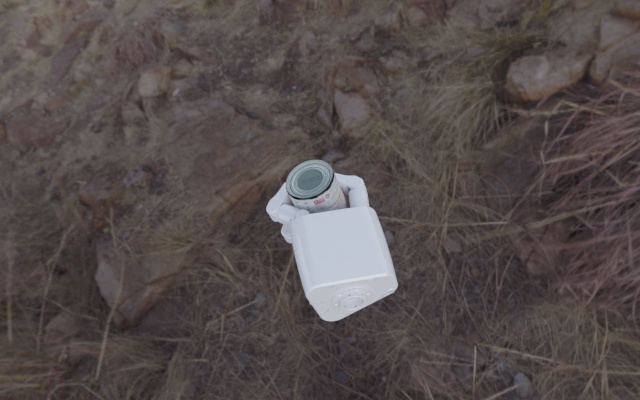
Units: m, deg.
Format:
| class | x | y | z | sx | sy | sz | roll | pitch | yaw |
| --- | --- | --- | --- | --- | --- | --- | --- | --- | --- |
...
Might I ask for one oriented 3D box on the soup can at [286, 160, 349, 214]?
| class | x | y | z | sx | sy | sz | roll | pitch | yaw |
| --- | --- | --- | --- | --- | --- | --- | --- | --- | --- |
| soup can | 0.000 | 0.002 | 0.653 | 0.068 | 0.068 | 0.102 | 0 | -37 | 22 |
